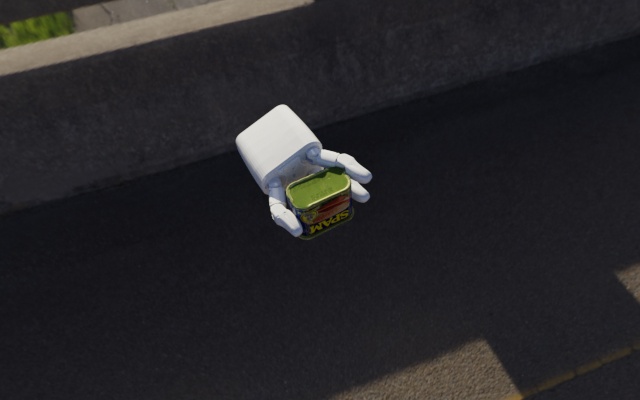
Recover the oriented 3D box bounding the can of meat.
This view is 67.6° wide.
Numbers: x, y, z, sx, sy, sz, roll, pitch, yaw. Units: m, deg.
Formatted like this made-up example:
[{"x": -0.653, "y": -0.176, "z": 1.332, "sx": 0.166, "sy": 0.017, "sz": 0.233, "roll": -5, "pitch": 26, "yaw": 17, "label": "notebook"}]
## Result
[{"x": 0.000, "y": 0.002, "z": 0.732, "sx": 0.102, "sy": 0.057, "sz": 0.084, "roll": -25, "pitch": -33, "yaw": -12, "label": "can of meat"}]
